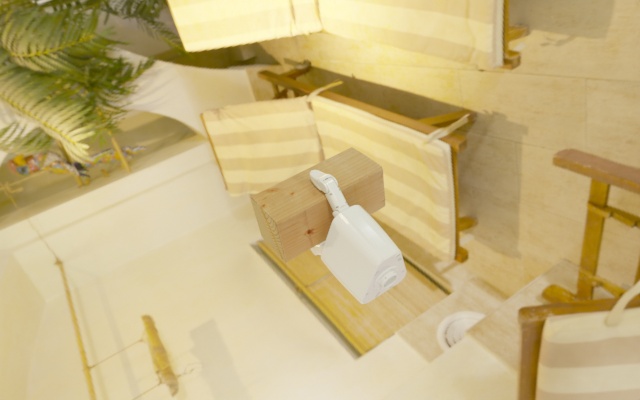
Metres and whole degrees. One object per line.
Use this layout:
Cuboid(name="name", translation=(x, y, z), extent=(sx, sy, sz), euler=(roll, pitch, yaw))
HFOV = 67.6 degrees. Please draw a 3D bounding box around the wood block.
Cuboid(name="wood block", translation=(0.000, 0.003, 0.806), extent=(0.206, 0.091, 0.090), euler=(-28, 42, -21))
